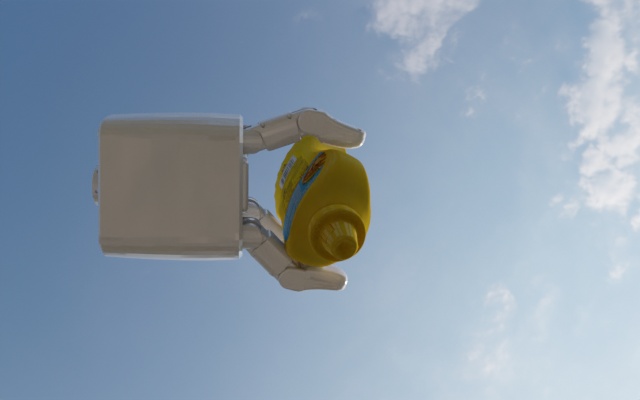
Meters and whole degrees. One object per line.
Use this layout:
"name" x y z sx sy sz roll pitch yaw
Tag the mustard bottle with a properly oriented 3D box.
"mustard bottle" 0.000 0.001 0.405 0.058 0.096 0.191 24 13 -16
